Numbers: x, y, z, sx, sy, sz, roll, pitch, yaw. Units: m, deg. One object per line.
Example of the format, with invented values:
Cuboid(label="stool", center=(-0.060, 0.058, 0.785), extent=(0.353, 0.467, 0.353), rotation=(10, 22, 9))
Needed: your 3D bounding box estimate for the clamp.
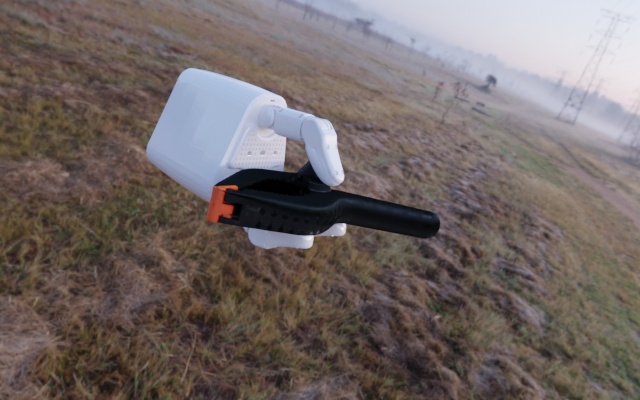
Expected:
Cuboid(label="clamp", center=(0.000, 0.001, 0.411), extent=(0.164, 0.036, 0.210), rotation=(26, 19, 30))
